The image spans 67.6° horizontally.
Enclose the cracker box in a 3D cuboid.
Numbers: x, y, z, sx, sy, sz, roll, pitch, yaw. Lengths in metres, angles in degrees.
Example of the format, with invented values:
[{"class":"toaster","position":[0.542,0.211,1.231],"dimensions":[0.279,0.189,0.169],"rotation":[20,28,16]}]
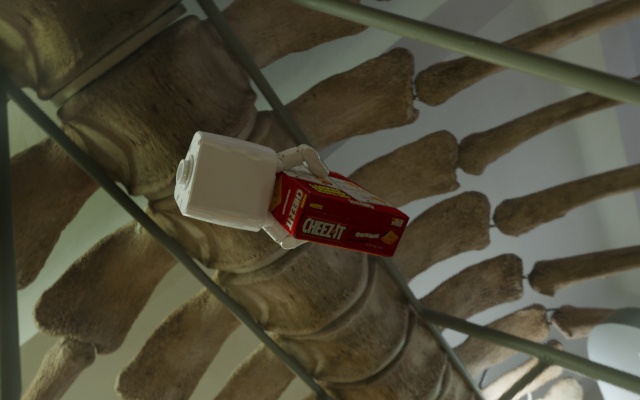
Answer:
[{"class":"cracker box","position":[0.000,0.002,0.708],"dimensions":[0.164,0.072,0.213],"rotation":[13,13,-29]}]
